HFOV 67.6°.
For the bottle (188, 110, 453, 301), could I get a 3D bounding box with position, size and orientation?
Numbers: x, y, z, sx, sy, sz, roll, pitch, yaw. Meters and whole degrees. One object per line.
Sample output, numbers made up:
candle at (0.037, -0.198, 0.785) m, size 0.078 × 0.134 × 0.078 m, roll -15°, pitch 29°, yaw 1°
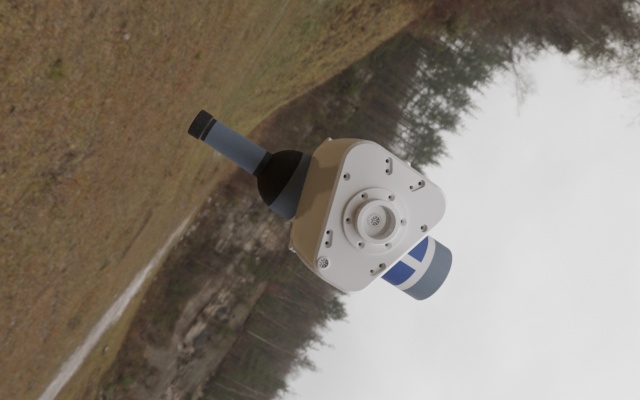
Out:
bottle at (0.000, 0.002, 0.490) m, size 0.296 × 0.069 × 0.069 m, roll 33°, pitch -8°, yaw -12°
